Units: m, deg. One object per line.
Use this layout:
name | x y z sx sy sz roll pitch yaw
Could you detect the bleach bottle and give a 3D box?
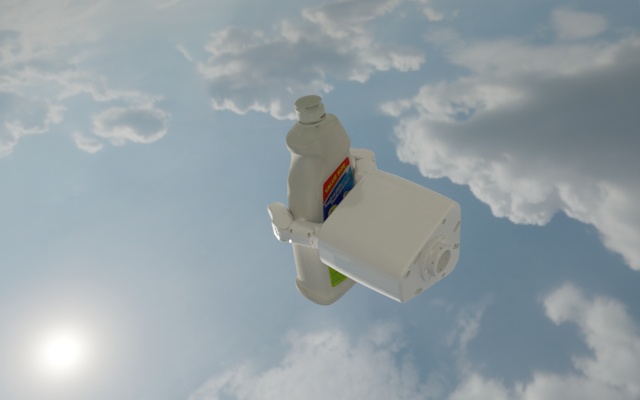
bleach bottle | 0.000 0.002 0.561 0.068 0.251 0.102 24 48 38
